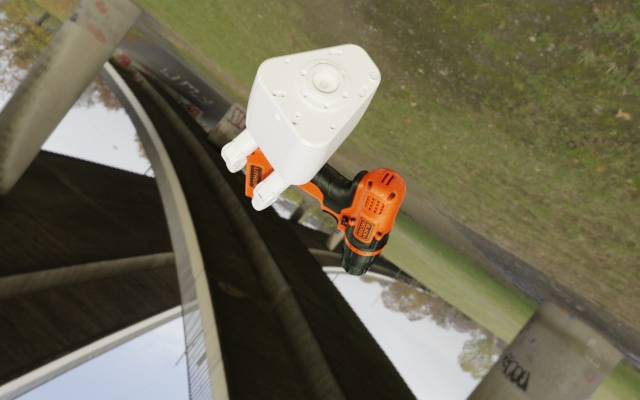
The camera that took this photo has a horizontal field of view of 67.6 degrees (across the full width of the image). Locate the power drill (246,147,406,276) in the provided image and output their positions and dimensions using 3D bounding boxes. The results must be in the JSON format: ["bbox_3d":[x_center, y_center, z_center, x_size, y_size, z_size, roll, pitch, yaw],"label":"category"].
[{"bbox_3d":[0.000,0.002,0.581,0.187,0.185,0.057,28,50,11],"label":"power drill"}]
